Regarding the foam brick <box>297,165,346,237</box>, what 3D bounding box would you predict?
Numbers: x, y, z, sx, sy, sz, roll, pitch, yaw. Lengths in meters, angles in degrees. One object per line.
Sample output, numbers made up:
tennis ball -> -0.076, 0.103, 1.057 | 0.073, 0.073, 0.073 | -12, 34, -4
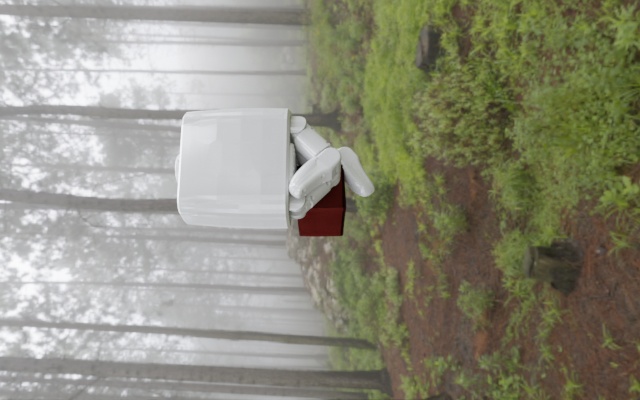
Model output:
foam brick -> 0.000, 0.002, 0.529 | 0.051, 0.053, 0.078 | -2, -28, -1
